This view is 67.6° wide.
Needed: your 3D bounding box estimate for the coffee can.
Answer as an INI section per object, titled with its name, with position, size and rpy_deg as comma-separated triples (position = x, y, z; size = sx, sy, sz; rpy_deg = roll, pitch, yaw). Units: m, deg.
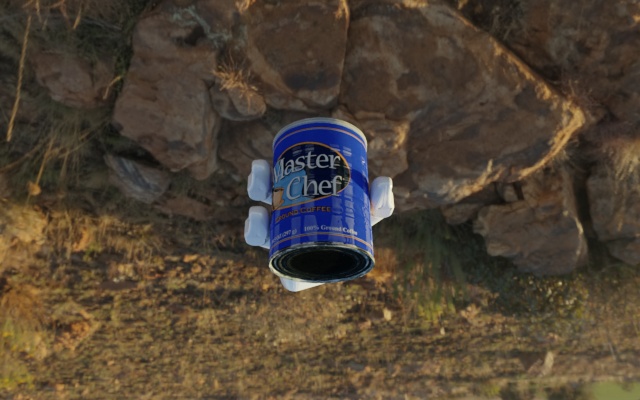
[coffee can]
position = 0.000, 0.001, 0.489
size = 0.103, 0.140, 0.103
rpy_deg = -1, -29, 0
